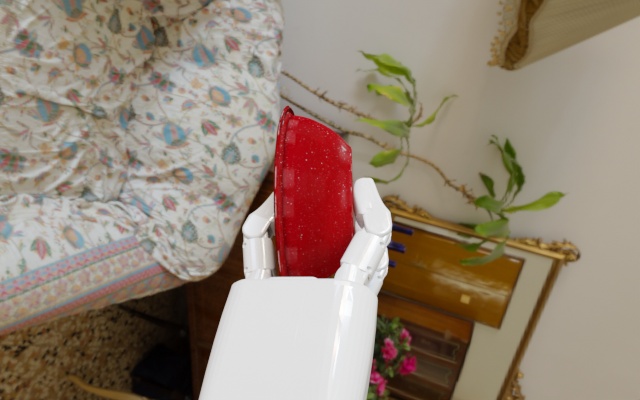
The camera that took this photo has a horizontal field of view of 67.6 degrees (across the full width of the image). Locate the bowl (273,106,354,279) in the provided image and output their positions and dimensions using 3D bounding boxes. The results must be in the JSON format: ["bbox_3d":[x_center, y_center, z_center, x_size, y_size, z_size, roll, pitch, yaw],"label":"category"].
[{"bbox_3d":[0.001,0.000,0.405,0.055,0.162,0.162,-1,0,4],"label":"bowl"}]
